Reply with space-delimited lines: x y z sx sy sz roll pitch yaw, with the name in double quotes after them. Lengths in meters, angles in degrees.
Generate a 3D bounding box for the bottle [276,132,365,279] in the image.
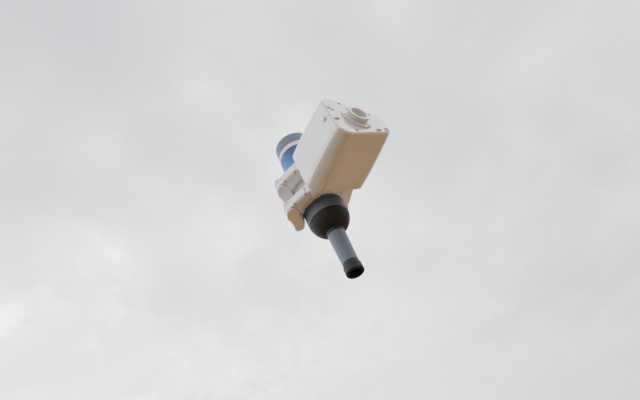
0.000 0.002 0.751 0.069 0.069 0.295 0 41 -26 "bottle"
